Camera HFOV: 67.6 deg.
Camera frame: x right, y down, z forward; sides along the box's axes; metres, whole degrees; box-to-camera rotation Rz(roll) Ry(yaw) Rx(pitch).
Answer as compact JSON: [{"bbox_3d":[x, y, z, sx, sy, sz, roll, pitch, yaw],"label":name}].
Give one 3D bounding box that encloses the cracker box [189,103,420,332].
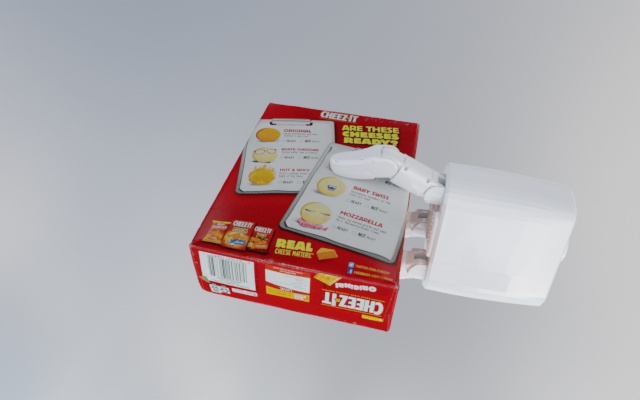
[{"bbox_3d":[0.000,0.001,0.448,0.164,0.072,0.213,10,44,8],"label":"cracker box"}]
